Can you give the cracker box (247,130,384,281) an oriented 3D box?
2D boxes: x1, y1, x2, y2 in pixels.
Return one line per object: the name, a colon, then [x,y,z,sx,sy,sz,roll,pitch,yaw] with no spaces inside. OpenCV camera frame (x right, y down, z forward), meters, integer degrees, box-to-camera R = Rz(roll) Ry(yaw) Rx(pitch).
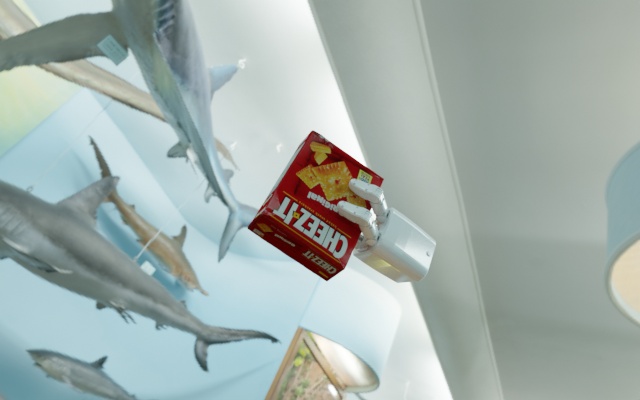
cracker box: [0.000,0.003,0.824,0.164,0.213,0.072,35,-37,-9]
